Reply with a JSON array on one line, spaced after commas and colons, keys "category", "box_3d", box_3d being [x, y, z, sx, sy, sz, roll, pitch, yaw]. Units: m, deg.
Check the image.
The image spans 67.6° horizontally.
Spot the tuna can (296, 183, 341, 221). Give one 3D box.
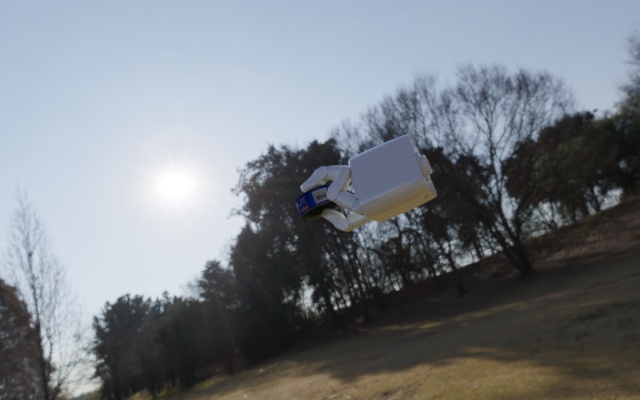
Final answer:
[{"category": "tuna can", "box_3d": [0.000, 0.002, 0.840, 0.086, 0.033, 0.086, -20, -15, -6]}]
